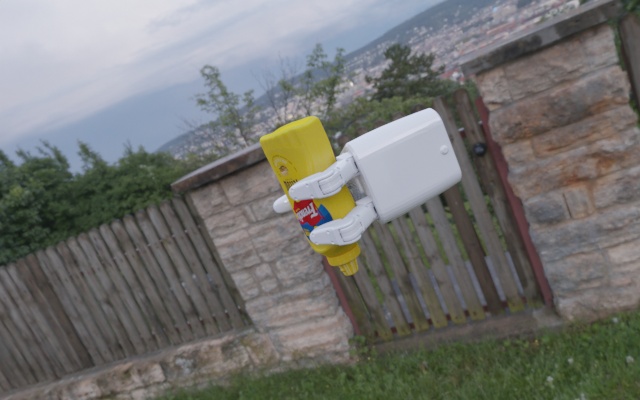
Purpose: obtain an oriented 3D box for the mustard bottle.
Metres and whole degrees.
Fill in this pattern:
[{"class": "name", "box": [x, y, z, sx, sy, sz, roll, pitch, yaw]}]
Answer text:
[{"class": "mustard bottle", "box": [0.000, 0.002, 0.557, 0.058, 0.192, 0.096, -33, 15, -30]}]
